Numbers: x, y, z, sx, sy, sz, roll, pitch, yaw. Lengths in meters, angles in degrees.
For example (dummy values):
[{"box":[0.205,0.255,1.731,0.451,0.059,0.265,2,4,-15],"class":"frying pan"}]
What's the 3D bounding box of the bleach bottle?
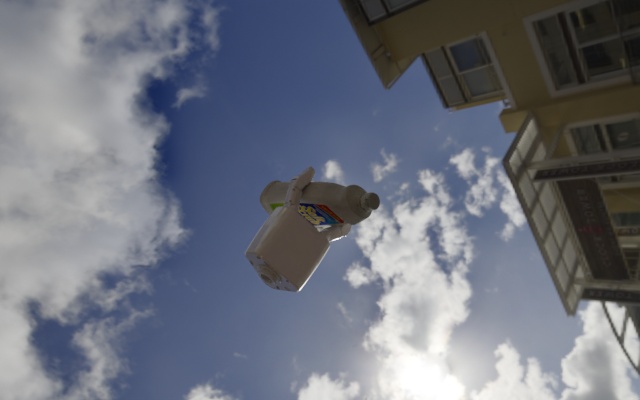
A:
[{"box":[0.000,0.003,0.878,0.251,0.103,0.068,-5,41,47],"class":"bleach bottle"}]
